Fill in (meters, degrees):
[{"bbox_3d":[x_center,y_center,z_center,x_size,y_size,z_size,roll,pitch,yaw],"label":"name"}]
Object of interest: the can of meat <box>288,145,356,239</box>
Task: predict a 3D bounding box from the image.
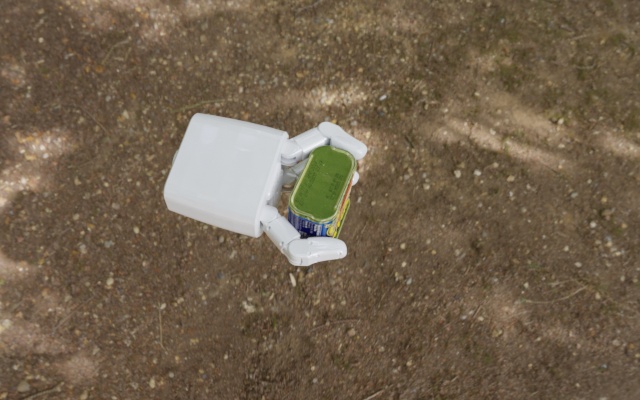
[{"bbox_3d":[0.000,0.002,0.525,0.057,0.102,0.084,18,-33,7],"label":"can of meat"}]
